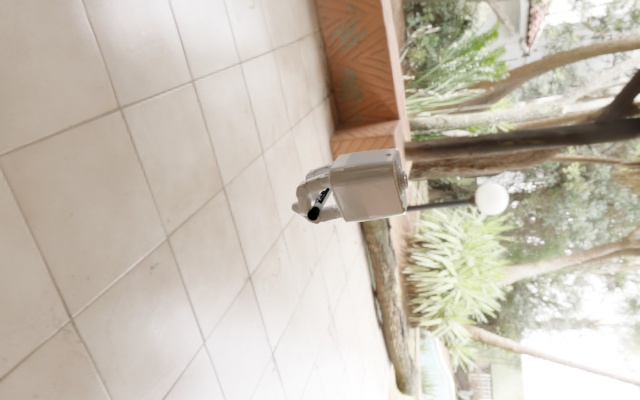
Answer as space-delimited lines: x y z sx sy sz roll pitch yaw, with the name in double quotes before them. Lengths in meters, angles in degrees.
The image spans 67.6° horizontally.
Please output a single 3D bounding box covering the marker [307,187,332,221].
"marker" 0.000 0.003 0.863 0.020 0.020 0.121 0 26 17
